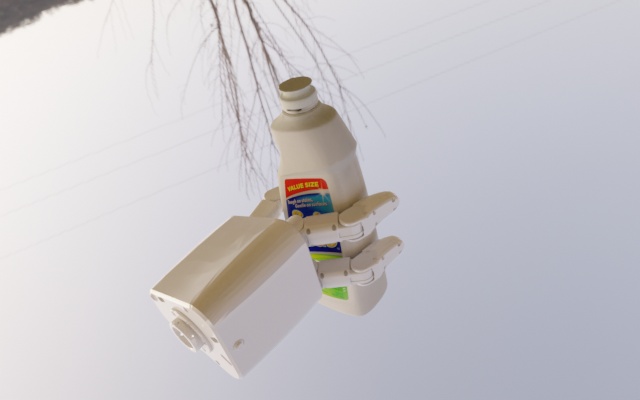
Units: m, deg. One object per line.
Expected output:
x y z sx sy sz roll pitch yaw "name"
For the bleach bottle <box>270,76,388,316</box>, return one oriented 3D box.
0.000 0.002 0.462 0.102 0.251 0.068 16 47 36 "bleach bottle"
